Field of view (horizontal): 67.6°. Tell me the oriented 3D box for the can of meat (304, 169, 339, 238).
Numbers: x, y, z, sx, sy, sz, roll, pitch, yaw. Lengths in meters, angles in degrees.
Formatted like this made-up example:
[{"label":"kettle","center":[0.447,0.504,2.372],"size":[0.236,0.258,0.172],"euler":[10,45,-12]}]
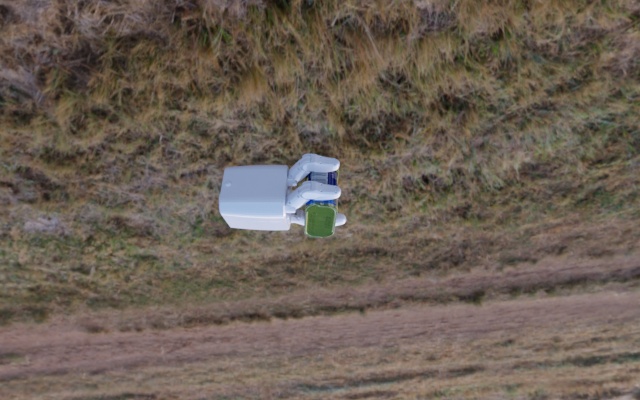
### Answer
[{"label":"can of meat","center":[0.000,0.003,0.798],"size":[0.057,0.084,0.102],"euler":[3,-36,-2]}]
